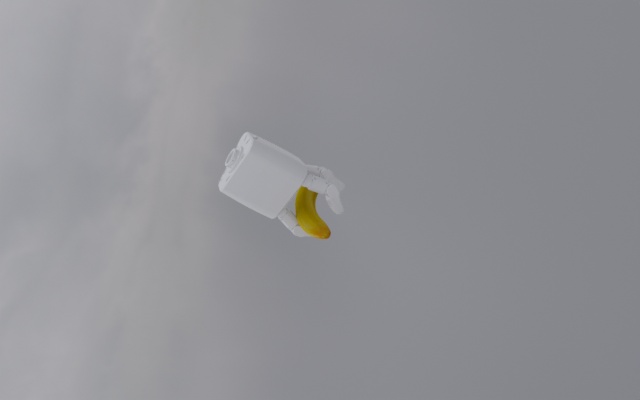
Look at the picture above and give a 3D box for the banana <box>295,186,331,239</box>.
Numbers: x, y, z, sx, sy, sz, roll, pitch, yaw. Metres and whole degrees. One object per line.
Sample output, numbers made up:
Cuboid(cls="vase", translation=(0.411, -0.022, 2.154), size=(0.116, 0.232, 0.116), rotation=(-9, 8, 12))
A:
Cuboid(cls="banana", translation=(-0.015, 0.009, 0.851), size=(0.069, 0.037, 0.197), rotation=(-30, 31, 21))
